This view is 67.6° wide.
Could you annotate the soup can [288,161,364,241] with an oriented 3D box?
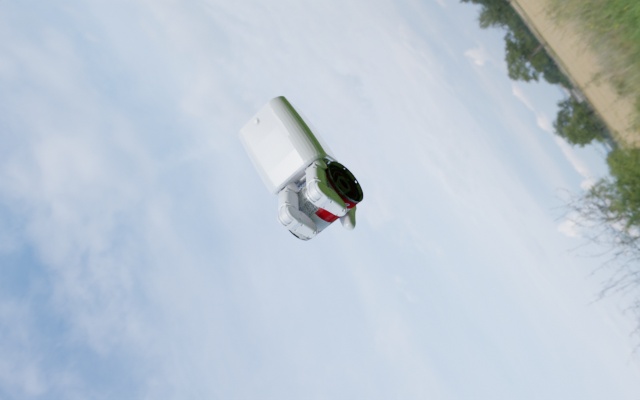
[{"bbox_3d":[0.000,0.003,0.666,0.102,0.068,0.068,-39,-20,27],"label":"soup can"}]
